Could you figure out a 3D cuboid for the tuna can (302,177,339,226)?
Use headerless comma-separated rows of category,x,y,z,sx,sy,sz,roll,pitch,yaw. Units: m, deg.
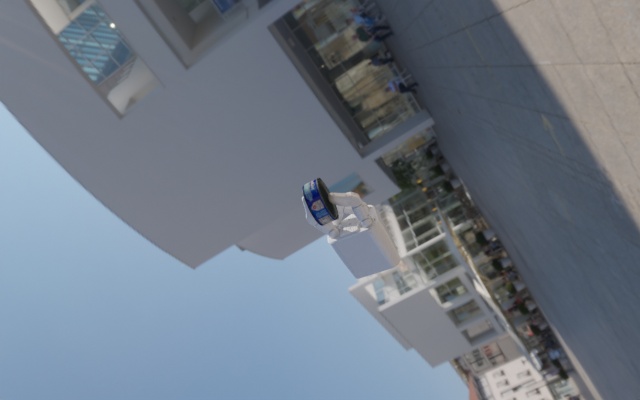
tuna can,0.000,0.003,0.884,0.034,0.086,0.086,-26,-6,12
